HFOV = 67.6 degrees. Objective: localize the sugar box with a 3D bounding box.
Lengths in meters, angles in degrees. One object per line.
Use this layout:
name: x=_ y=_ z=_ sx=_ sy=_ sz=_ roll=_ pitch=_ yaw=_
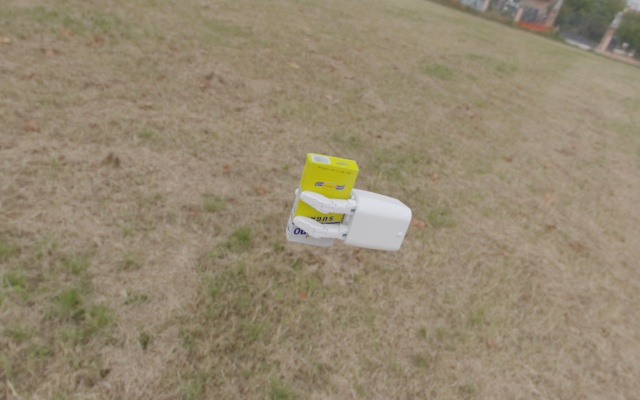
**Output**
sugar box: x=0.000 y=0.003 z=0.894 sx=0.093 sy=0.176 sz=0.048 roll=9 pitch=28 yaw=-13
